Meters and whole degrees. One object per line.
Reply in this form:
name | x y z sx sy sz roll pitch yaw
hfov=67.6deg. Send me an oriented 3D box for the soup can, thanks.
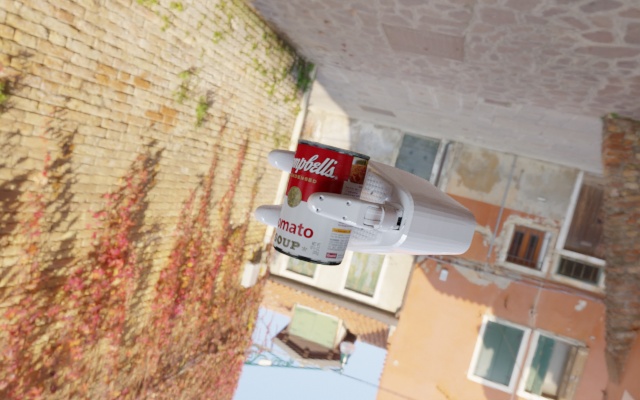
soup can | 0.000 0.002 0.437 0.068 0.102 0.068 14 4 -1
